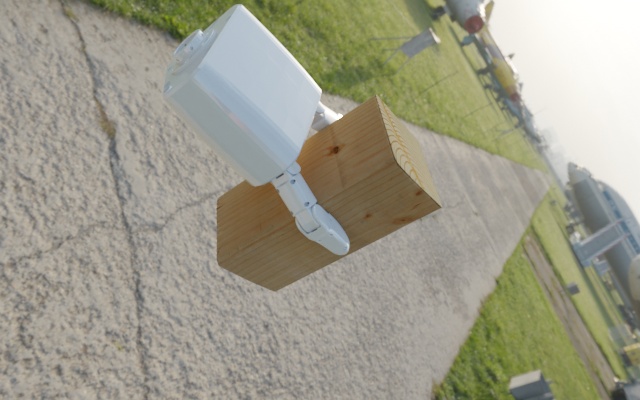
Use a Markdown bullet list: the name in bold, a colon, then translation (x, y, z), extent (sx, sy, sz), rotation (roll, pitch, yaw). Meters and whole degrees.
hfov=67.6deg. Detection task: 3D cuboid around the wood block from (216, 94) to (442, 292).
- **wood block**: translation (0.000, 0.002, 0.480), extent (0.206, 0.090, 0.090), rotation (-30, -43, 24)
